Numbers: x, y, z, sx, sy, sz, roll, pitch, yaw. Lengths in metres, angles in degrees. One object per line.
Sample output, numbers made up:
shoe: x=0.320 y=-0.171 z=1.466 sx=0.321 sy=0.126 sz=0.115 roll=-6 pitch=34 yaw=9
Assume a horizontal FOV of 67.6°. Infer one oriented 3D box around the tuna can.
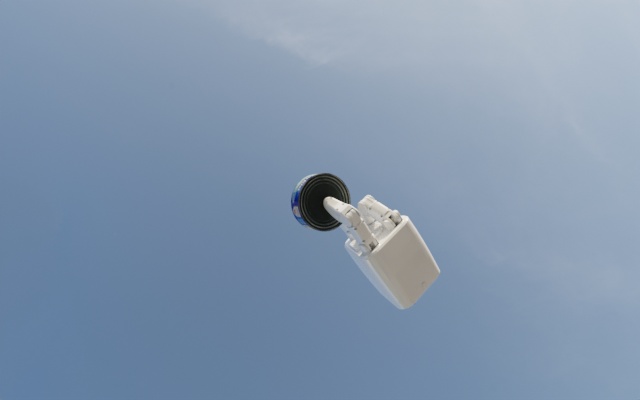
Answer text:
tuna can: x=0.000 y=0.002 z=0.710 sx=0.086 sy=0.086 sz=0.034 roll=0 pitch=1 yaw=-27
